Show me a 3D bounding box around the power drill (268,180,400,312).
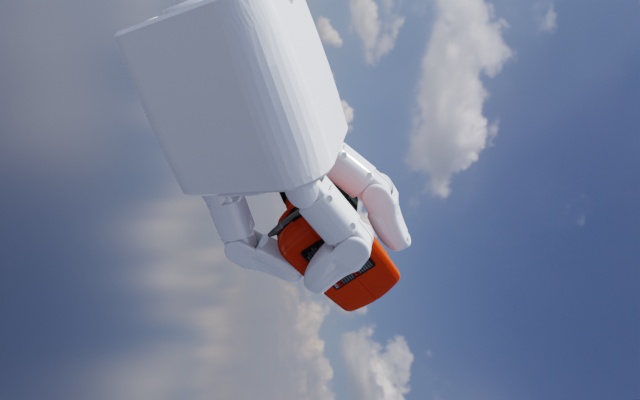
[{"bbox_3d":[0.000,0.001,0.412,0.184,0.057,0.187,46,11,-38],"label":"power drill"}]
